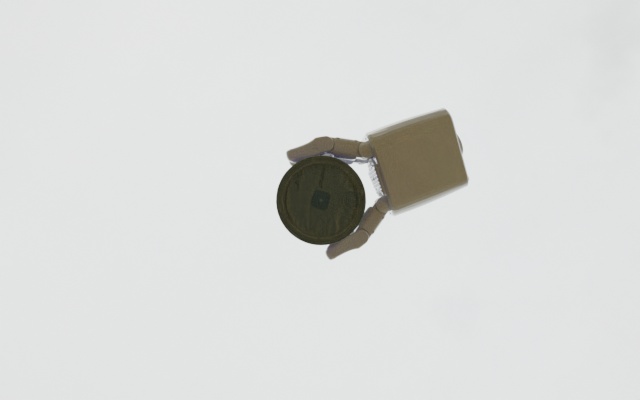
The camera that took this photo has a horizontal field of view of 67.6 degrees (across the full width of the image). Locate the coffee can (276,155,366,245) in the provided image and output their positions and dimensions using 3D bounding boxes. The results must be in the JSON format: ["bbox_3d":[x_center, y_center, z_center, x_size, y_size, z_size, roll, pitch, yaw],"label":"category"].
[{"bbox_3d":[0.000,0.002,0.610,0.103,0.103,0.140,0,-2,-1],"label":"coffee can"}]
